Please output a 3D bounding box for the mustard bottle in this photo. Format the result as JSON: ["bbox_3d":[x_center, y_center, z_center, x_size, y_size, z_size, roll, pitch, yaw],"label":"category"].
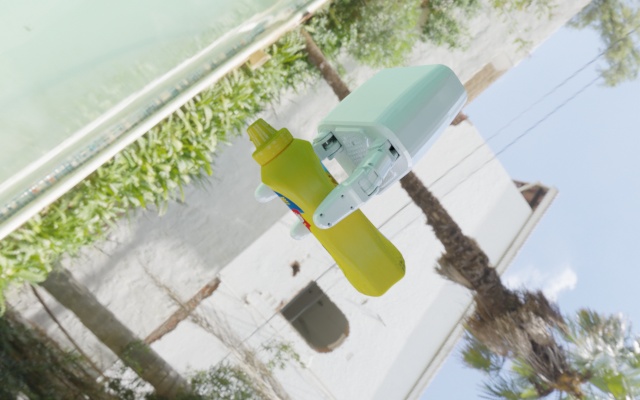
[{"bbox_3d":[0.000,0.002,0.450,0.058,0.192,0.096,-40,15,0],"label":"mustard bottle"}]
